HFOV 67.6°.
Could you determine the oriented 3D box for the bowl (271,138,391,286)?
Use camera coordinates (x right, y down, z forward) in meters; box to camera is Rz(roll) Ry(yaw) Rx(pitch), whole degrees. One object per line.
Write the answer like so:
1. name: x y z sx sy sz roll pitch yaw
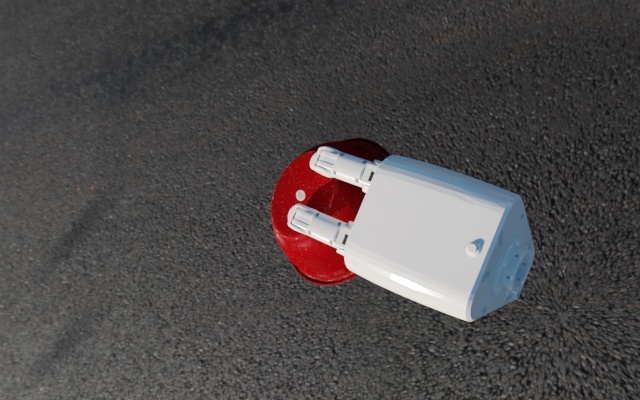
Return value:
1. bowl: -0.001 0.001 0.487 0.162 0.162 0.055 0 -18 46
